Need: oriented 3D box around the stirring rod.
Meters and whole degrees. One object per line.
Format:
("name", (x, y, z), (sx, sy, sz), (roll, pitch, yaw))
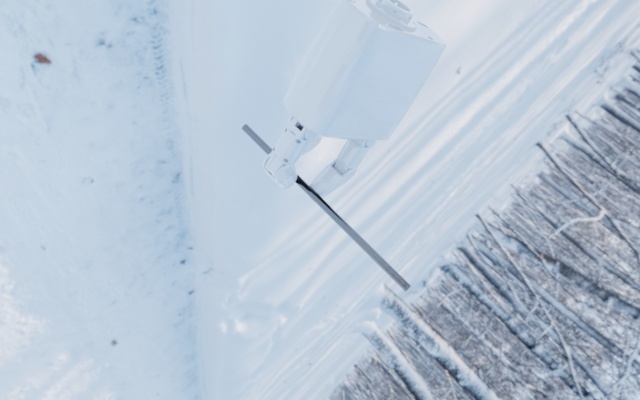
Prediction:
("stirring rod", (0.000, 0.001, 0.480), (0.239, 0.011, 0.011), (45, 16, 17))
